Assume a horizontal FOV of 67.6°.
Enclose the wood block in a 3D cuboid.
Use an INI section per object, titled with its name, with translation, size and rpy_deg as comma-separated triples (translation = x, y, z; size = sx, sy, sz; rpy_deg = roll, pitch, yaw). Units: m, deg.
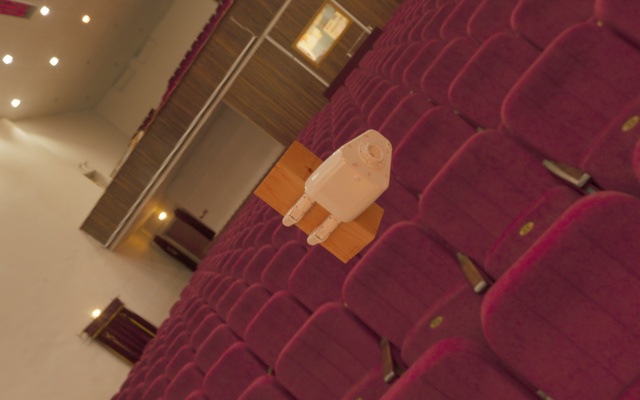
[wood block]
translation = 0.000, 0.002, 0.850
size = 0.090, 0.206, 0.090
rpy_deg = -47, 8, 37
